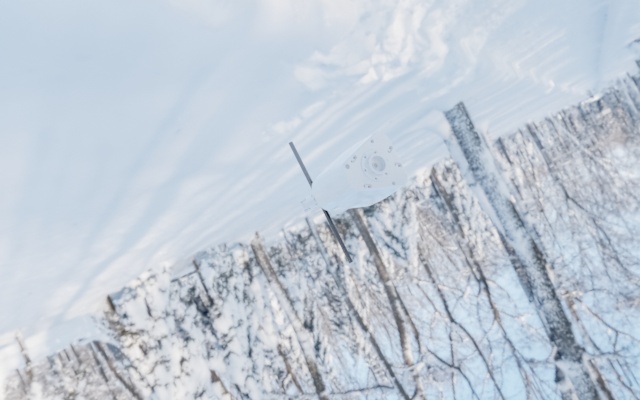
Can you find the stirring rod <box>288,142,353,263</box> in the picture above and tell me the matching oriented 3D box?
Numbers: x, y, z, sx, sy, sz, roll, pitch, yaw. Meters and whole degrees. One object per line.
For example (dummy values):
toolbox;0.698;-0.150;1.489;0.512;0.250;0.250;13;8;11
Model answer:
stirring rod;0.000;0.003;0.853;0.011;0.239;0.011;-27;-2;-1
